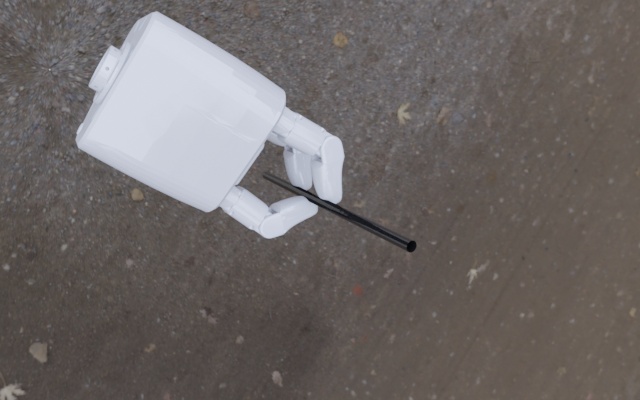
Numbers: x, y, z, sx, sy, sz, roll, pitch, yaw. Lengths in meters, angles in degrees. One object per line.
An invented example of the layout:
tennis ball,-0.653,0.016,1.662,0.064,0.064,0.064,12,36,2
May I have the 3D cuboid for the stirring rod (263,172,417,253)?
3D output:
stirring rod,0.000,0.001,0.404,0.011,0.011,0.239,0,13,-30
